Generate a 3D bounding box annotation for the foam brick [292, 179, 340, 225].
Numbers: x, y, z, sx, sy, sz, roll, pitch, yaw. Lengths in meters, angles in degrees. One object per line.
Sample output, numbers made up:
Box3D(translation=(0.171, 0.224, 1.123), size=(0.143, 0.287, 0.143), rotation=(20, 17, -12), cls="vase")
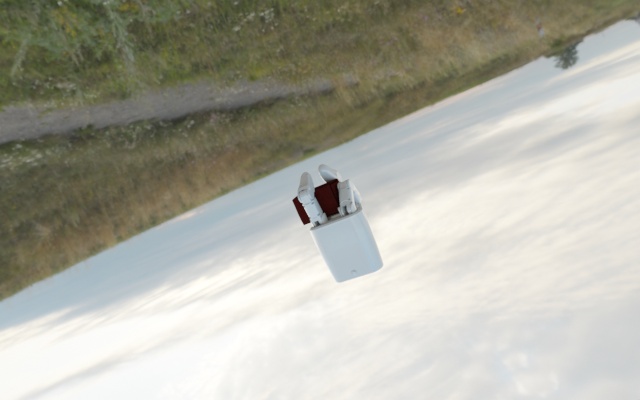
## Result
Box3D(translation=(0.000, 0.003, 0.832), size=(0.078, 0.051, 0.053), rotation=(-21, 7, 22), cls="foam brick")
